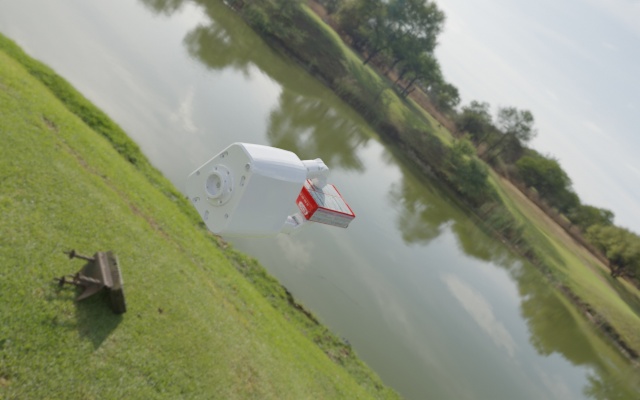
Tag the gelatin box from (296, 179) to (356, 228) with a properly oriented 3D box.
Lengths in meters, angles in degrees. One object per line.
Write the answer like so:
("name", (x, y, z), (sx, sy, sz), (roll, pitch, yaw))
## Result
("gelatin box", (0.001, 0.002, 0.711), (0.089, 0.030, 0.073), (14, 32, -45))
